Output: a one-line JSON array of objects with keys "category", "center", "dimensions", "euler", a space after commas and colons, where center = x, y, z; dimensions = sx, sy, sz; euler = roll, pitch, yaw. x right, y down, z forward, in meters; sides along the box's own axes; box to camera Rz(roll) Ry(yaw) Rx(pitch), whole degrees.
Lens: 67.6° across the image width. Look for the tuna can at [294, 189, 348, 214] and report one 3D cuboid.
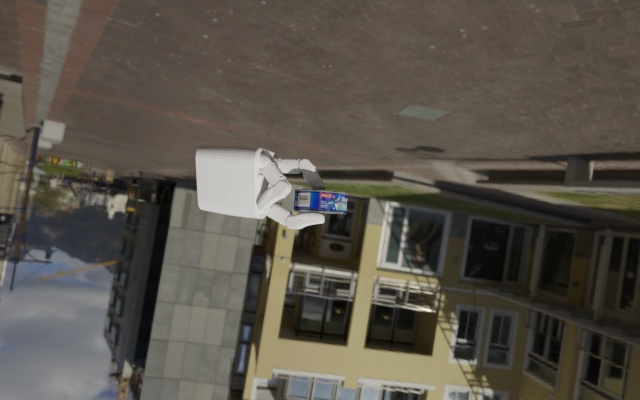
[{"category": "tuna can", "center": [0.000, 0.003, 0.763], "dimensions": [0.086, 0.034, 0.086], "euler": [4, -3, 0]}]
